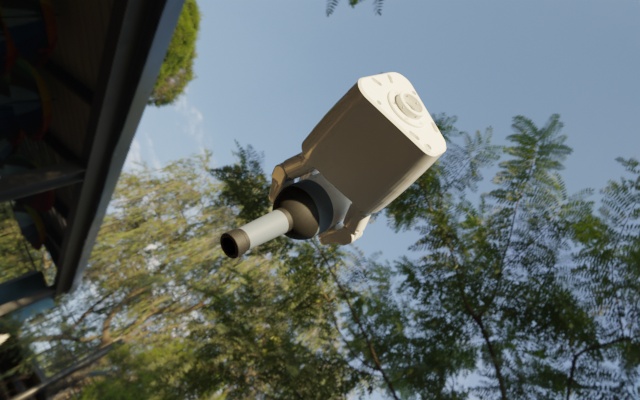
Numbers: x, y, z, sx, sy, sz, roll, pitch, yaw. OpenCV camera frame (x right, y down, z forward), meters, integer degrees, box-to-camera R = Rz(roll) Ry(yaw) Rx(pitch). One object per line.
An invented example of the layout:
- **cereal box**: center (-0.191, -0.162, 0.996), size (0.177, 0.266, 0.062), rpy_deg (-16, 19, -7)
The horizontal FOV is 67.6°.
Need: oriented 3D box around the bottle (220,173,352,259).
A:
- **bottle**: center (0.000, 0.002, 0.578), size (0.069, 0.069, 0.295), rpy_deg (0, 17, 40)
